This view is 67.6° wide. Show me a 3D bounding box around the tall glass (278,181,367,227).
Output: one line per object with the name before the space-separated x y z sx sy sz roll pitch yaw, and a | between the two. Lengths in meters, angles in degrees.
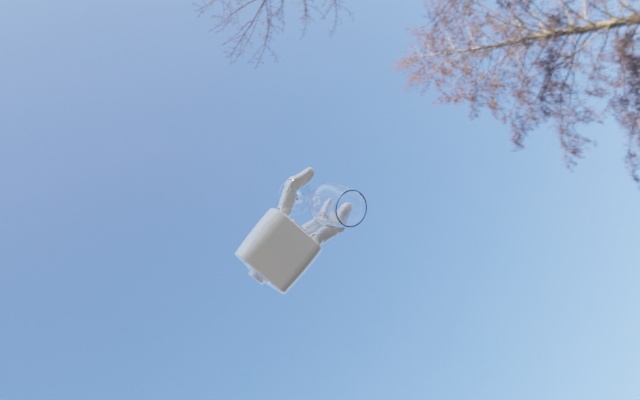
tall glass | 0.000 0.003 0.856 0.079 0.079 0.201 0 6 -31
